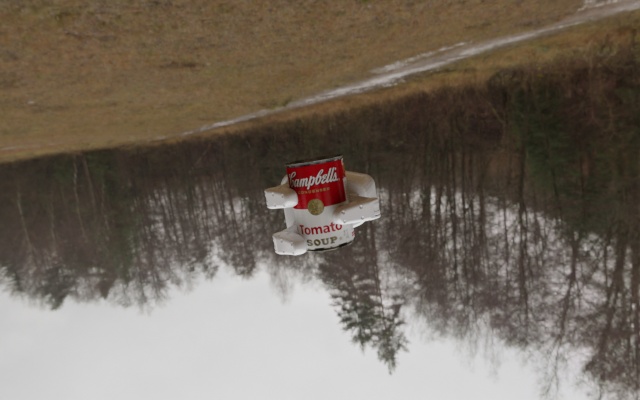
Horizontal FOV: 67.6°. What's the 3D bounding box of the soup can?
[{"bbox_3d":[0.000,0.002,0.558,0.068,0.102,0.068,-9,8,1],"label":"soup can"}]
